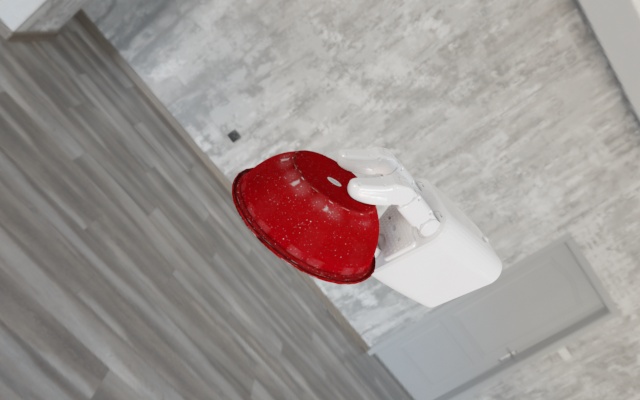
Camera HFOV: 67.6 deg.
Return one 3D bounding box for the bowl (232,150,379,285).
[{"bbox_3d":[-0.001,0.001,0.452,0.162,0.055,0.162,28,26,-15],"label":"bowl"}]
